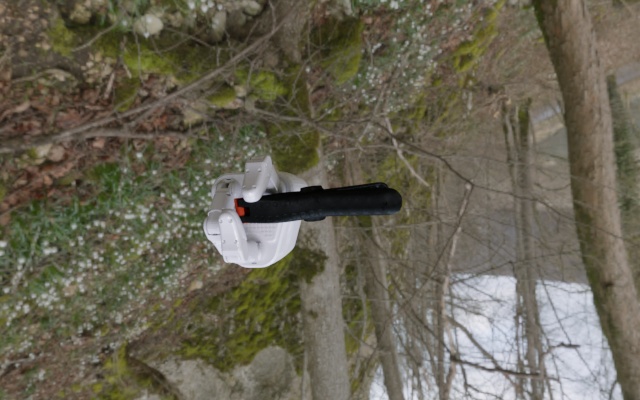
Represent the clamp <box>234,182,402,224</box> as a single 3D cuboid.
[{"bbox_3d":[0.000,0.002,0.500,0.171,0.039,0.120,-2,0,11],"label":"clamp"}]
